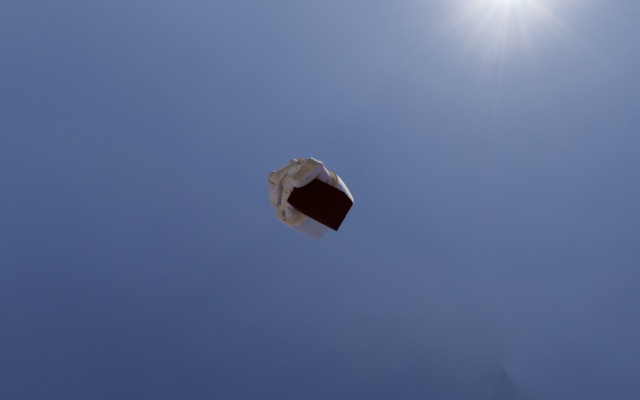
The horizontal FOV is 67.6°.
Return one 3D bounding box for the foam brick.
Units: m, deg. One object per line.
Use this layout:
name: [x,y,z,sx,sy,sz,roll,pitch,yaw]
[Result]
foam brick: [0.000,0.003,0.716,0.078,0.053,0.051,27,-8,27]
